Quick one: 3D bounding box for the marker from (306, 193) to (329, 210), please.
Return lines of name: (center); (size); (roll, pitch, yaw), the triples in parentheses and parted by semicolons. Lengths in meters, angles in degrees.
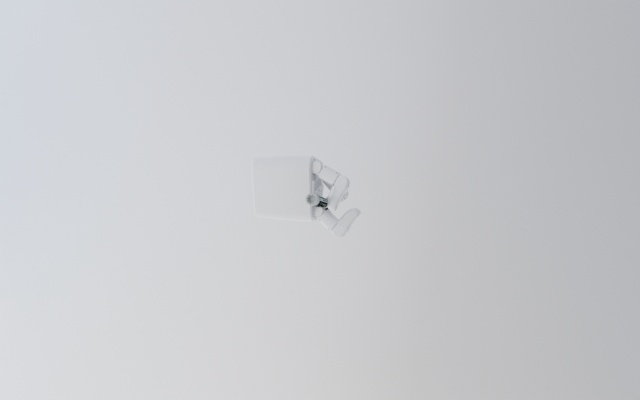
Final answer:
marker: (0.000, 0.003, 0.774); (0.020, 0.020, 0.121); (0, -4, 13)
